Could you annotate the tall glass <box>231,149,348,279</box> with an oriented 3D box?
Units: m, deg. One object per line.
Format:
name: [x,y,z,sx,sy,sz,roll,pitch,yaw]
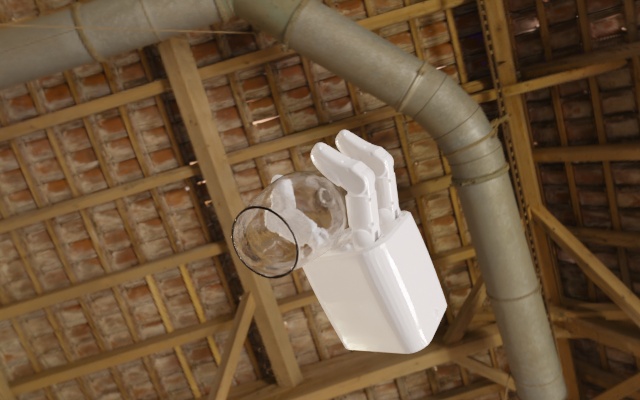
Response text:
tall glass: [0.000,0.001,0.454,0.079,0.079,0.201,0,19,28]
